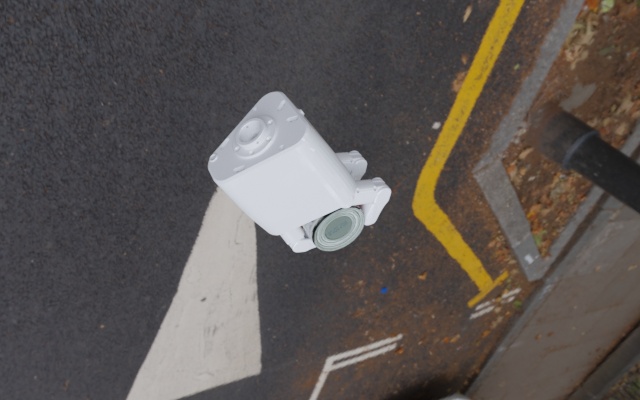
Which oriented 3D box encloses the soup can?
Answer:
[{"bbox_3d":[0.000,0.002,0.567,0.068,0.068,0.102,0,38,-33],"label":"soup can"}]
